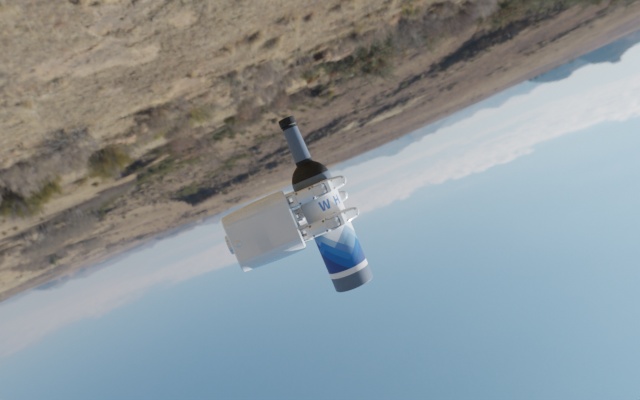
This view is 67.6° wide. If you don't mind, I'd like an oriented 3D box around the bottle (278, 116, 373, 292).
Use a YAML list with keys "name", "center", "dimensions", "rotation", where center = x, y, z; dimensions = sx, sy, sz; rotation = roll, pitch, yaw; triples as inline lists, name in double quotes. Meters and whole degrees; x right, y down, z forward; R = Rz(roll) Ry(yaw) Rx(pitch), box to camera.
- name: "bottle"
  center: [0.000, 0.003, 0.785]
  dimensions: [0.069, 0.296, 0.069]
  rotation: [-23, 3, 1]
